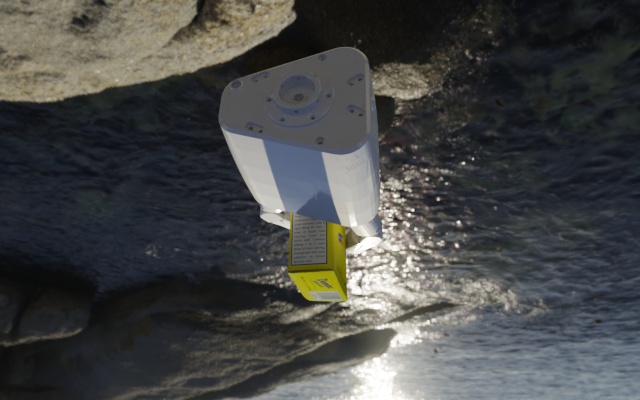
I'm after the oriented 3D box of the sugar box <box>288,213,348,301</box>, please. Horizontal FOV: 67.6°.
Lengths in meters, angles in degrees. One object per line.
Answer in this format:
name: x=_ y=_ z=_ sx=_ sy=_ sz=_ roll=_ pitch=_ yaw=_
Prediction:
sugar box: x=0.001 y=0.002 z=0.468 sx=0.048 sy=0.176 sz=0.093 roll=-2 pitch=-27 yaw=9
